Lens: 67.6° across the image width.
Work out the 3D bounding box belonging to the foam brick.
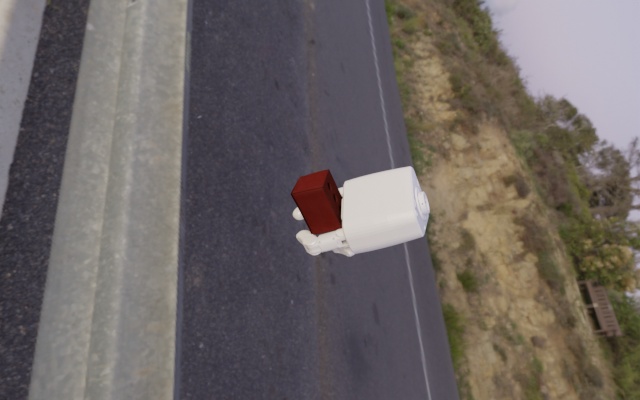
[{"bbox_3d":[0.000,0.002,0.707,0.051,0.078,0.053,-14,30,23],"label":"foam brick"}]
